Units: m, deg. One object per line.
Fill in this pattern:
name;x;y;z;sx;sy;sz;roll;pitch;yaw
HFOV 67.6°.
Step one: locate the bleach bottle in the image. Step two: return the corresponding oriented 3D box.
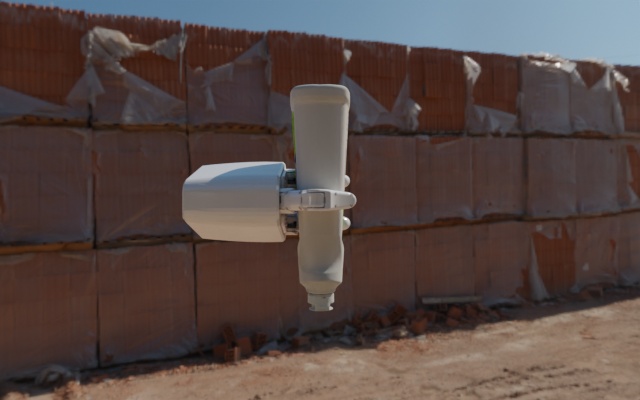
bleach bottle;0.000;0.002;0.555;0.068;0.251;0.102;0;-2;1
